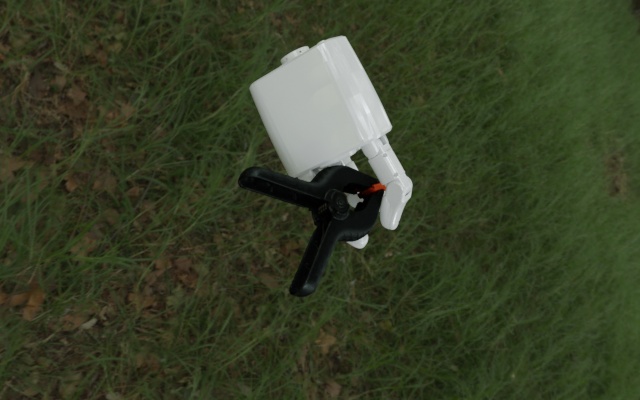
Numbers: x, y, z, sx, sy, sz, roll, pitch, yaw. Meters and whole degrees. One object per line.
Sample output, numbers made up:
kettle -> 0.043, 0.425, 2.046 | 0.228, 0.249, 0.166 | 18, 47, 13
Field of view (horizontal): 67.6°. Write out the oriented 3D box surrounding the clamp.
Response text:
clamp -> 0.001, 0.001, 0.458 | 0.039, 0.120, 0.171 | -22, 9, 41
